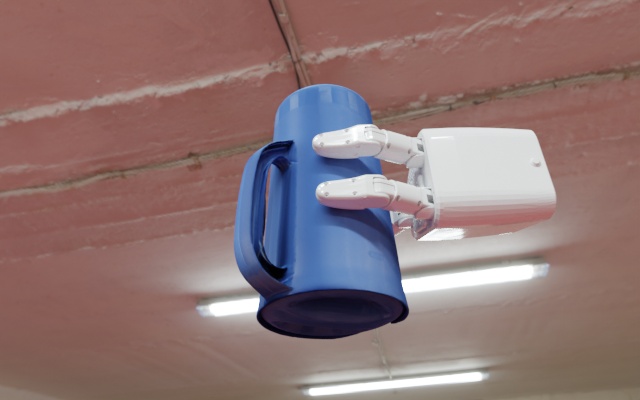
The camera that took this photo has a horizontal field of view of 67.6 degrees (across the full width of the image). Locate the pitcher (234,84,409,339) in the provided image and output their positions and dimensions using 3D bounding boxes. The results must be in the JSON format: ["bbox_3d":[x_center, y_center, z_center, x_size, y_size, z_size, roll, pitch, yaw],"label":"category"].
[{"bbox_3d":[0.000,0.002,0.469,0.145,0.242,0.149,-1,-32,-2],"label":"pitcher"}]
